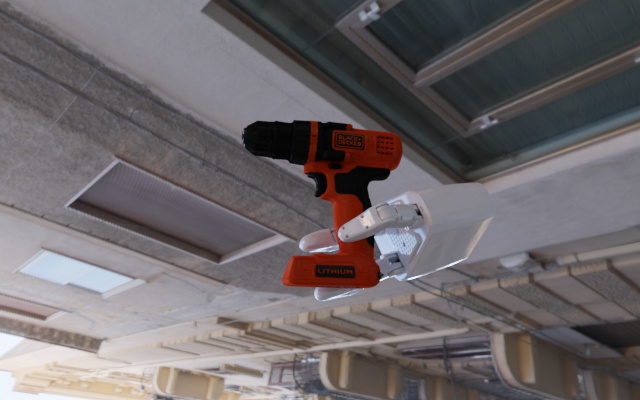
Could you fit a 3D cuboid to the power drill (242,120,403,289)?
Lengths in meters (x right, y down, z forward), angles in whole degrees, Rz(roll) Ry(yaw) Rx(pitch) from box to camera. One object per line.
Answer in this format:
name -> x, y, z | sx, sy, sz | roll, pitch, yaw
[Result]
power drill -> 0.000, 0.002, 0.531 | 0.184, 0.187, 0.057 | 4, -11, -7
